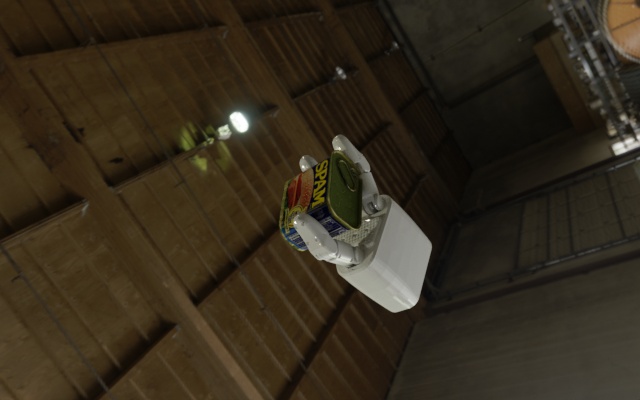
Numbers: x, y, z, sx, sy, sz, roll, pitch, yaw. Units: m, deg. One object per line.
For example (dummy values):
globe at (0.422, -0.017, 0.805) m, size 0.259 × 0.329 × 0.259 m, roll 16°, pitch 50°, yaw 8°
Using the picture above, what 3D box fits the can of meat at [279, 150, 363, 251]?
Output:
can of meat at (0.000, 0.002, 0.572) m, size 0.084 × 0.102 × 0.057 m, roll -28°, pitch -50°, yaw 33°
